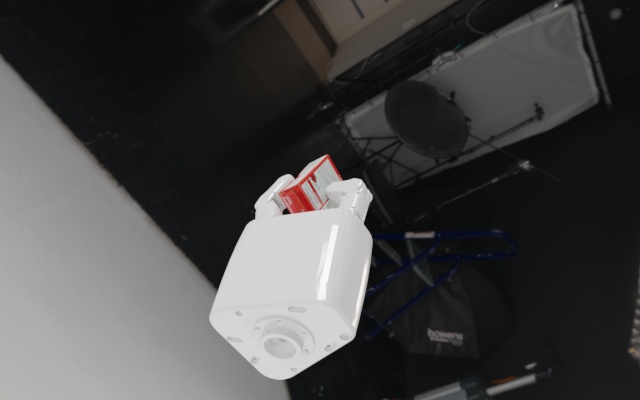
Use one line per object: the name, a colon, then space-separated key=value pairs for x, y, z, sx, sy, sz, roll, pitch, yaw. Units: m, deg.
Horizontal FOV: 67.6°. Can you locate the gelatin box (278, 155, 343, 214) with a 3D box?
gelatin box: x=0.001 y=0.001 z=0.511 sx=0.030 sy=0.073 sz=0.089 roll=-23 pitch=15 yaw=31
